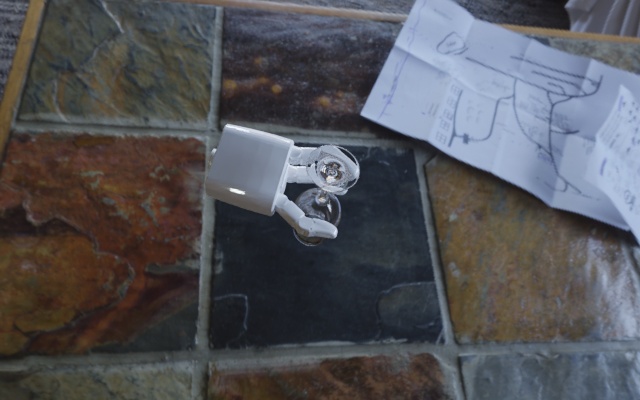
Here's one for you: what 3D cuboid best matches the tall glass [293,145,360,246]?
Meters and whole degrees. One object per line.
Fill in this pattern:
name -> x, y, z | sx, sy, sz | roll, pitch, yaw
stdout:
tall glass -> 0.000, 0.002, 0.730 | 0.079, 0.079, 0.201 | 0, -28, -11
